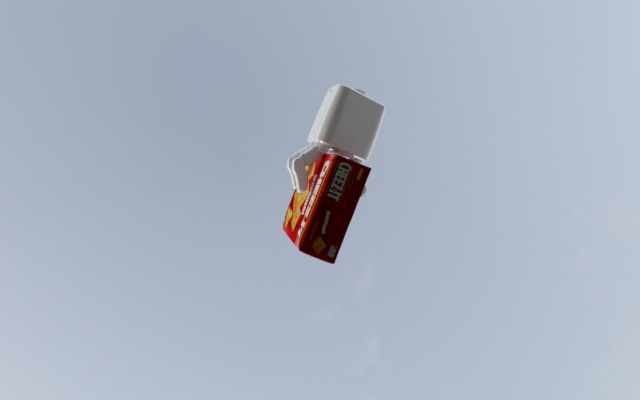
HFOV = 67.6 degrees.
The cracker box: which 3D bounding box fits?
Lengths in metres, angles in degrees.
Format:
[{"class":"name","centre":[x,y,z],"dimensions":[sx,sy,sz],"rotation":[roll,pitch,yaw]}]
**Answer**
[{"class":"cracker box","centre":[0.000,0.003,0.838],"dimensions":[0.072,0.164,0.213],"rotation":[20,1,-13]}]
